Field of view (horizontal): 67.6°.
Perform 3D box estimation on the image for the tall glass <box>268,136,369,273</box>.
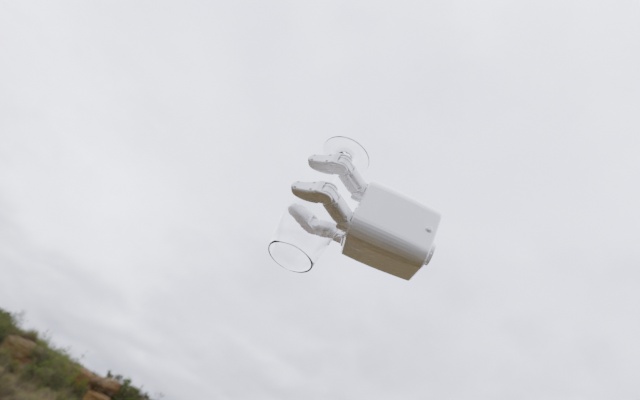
[{"bbox_3d":[0.000,0.002,0.656,0.079,0.079,0.201,0,44,33],"label":"tall glass"}]
